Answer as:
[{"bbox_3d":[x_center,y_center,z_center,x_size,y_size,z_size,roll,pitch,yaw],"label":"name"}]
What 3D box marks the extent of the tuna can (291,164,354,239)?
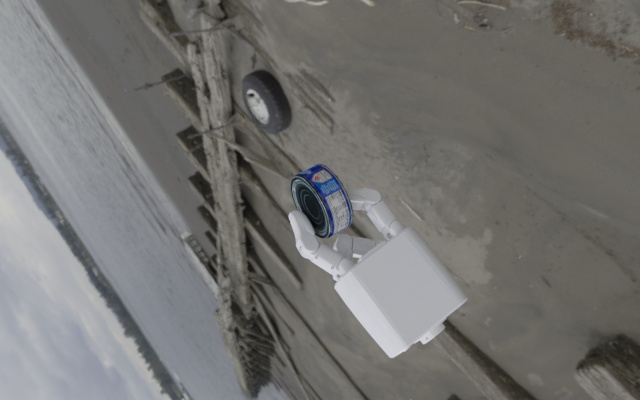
[{"bbox_3d":[0.000,0.002,0.569,0.033,0.086,0.086,-28,11,-23],"label":"tuna can"}]
